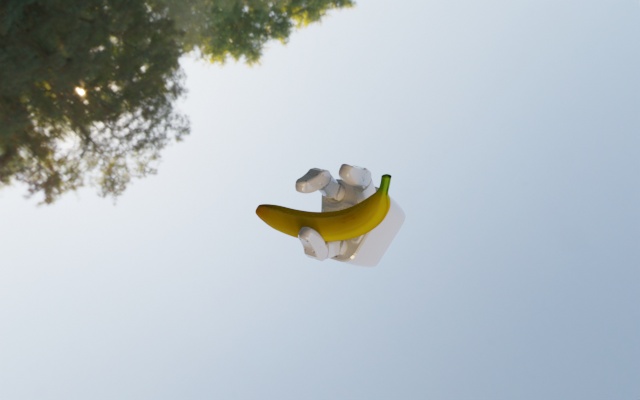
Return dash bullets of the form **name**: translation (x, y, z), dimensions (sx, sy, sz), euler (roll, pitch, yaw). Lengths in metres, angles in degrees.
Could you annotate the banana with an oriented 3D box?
- **banana**: translation (0.008, 0.019, 0.595), dimensions (0.198, 0.069, 0.037), euler (-14, 7, 29)
